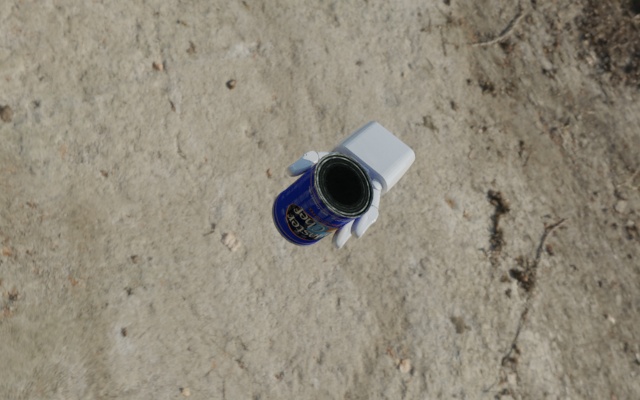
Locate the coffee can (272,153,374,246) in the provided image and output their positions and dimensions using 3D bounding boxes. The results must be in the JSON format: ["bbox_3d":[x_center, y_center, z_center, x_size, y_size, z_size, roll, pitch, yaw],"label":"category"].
[{"bbox_3d":[0.000,0.003,0.739,0.103,0.102,0.140,0,-21,-33],"label":"coffee can"}]
